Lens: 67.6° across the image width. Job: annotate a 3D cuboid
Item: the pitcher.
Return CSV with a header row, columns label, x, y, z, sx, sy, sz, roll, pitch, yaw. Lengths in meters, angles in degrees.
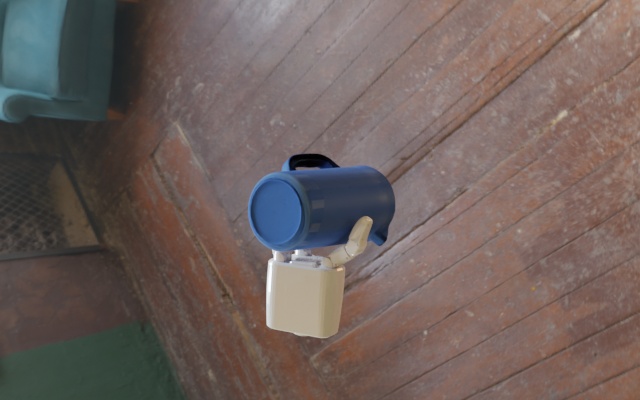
label,x,y,z,sx,sy,sz,roll,pitch,yaw
pitcher,0.000,0.003,0.735,0.149,0.145,0.243,10,7,33
